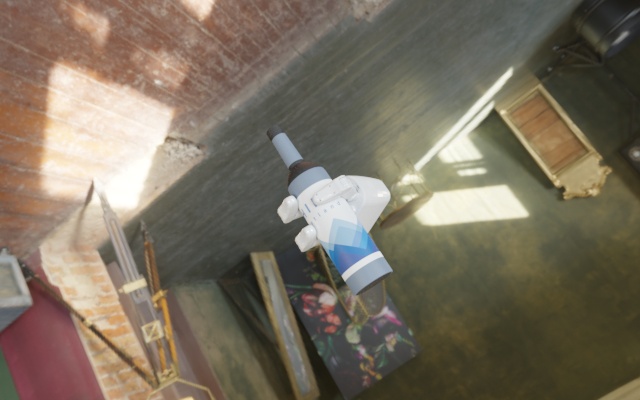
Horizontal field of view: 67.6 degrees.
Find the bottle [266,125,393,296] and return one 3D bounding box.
[{"bbox_3d":[0.000,0.003,0.732,0.069,0.295,0.069,-30,-18,-11],"label":"bottle"}]
